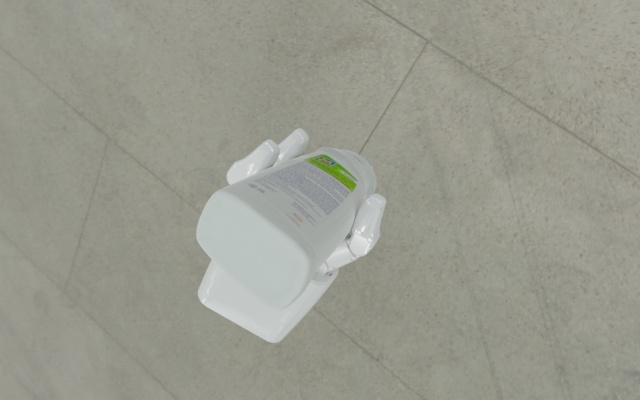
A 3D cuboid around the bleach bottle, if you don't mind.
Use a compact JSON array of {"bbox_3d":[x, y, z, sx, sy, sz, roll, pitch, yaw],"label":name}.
[{"bbox_3d":[0.000,0.001,0.457,0.102,0.068,0.250,38,30,11],"label":"bleach bottle"}]
